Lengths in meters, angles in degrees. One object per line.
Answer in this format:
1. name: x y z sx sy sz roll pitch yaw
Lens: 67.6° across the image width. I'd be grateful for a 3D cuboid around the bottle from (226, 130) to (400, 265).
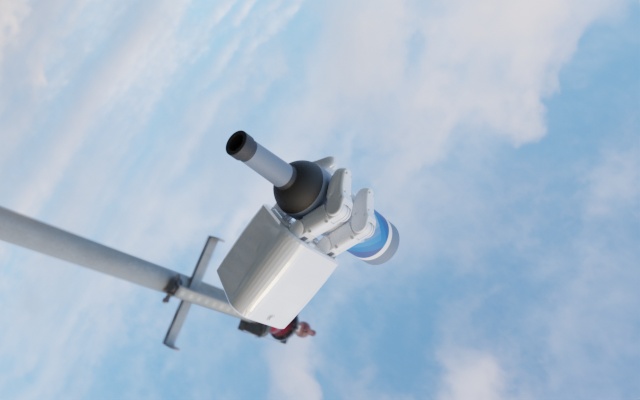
1. bottle: 0.000 0.002 0.566 0.069 0.069 0.296 0 -23 37
